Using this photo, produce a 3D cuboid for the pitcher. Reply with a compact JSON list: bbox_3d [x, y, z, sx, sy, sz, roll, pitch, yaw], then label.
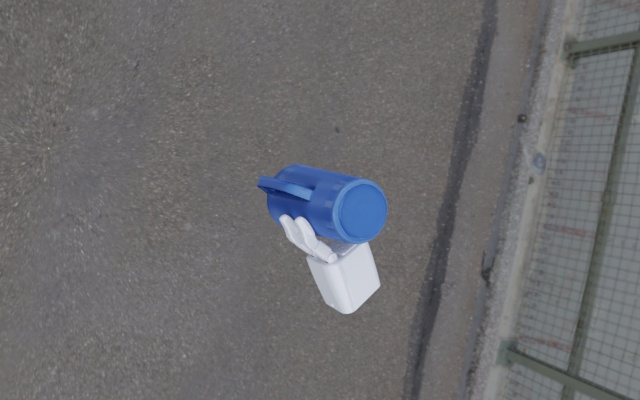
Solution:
[{"bbox_3d":[0.000,0.003,0.862,0.149,0.145,0.243,-26,18,-25],"label":"pitcher"}]
